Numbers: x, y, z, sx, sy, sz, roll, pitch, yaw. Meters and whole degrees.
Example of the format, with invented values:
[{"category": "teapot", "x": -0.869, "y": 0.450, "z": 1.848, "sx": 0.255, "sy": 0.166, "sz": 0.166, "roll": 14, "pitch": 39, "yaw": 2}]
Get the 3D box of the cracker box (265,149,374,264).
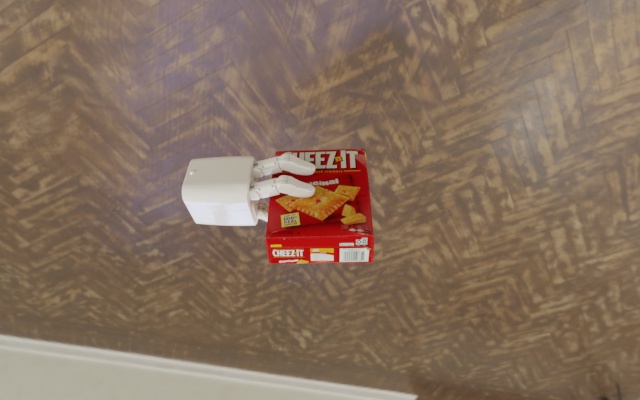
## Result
[{"category": "cracker box", "x": 0.000, "y": 0.003, "z": 0.791, "sx": 0.164, "sy": 0.072, "sz": 0.213, "roll": -1, "pitch": 44, "yaw": 1}]
